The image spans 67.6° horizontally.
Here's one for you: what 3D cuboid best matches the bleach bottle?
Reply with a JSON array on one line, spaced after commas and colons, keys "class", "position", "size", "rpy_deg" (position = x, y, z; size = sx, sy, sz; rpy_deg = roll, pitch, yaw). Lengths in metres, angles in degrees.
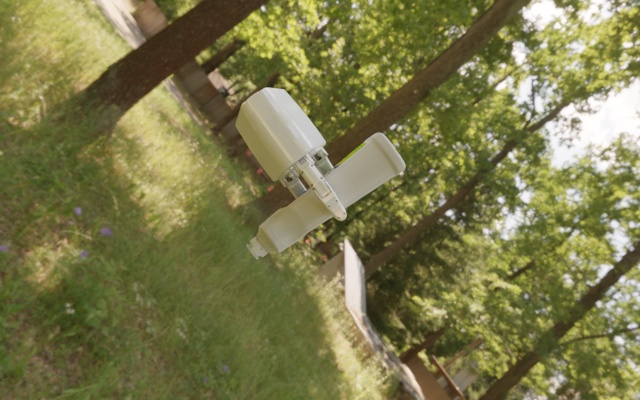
[{"class": "bleach bottle", "position": [0.000, 0.002, 0.700], "size": [0.251, 0.068, 0.102], "rpy_deg": [-36, 2, -1]}]
